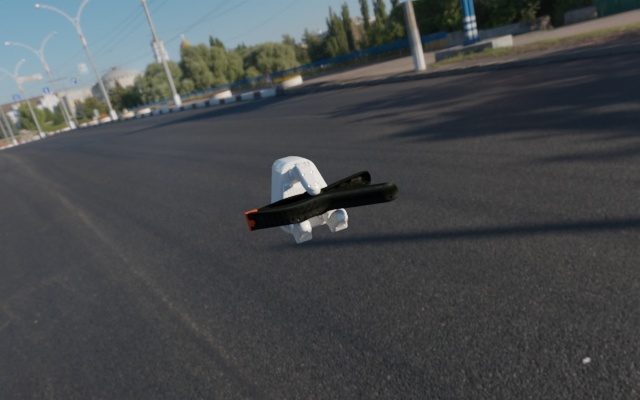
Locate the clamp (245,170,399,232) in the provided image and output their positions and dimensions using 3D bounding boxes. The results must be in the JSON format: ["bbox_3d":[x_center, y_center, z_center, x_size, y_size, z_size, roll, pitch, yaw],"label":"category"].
[{"bbox_3d":[-0.001,0.002,0.671,0.210,0.036,0.164,-18,10,-11],"label":"clamp"}]
